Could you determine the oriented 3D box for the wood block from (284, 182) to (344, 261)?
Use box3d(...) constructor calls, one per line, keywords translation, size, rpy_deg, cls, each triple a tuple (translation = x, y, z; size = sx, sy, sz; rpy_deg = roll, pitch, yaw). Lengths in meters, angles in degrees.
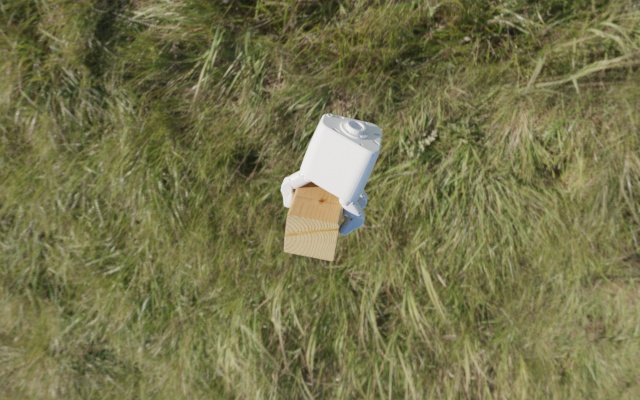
box3d(translation=(0.000, 0.003, 0.889), size=(0.091, 0.090, 0.206), rpy_deg=(11, 38, 4), cls="wood block")
